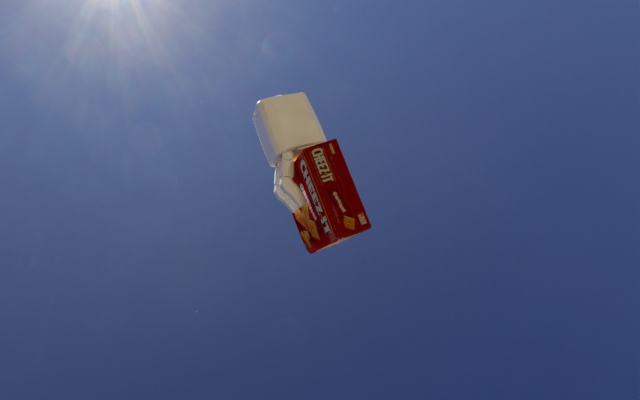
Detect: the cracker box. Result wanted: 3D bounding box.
[{"bbox_3d":[0.000,0.003,0.881,0.072,0.164,0.214,-20,-7,-18],"label":"cracker box"}]
